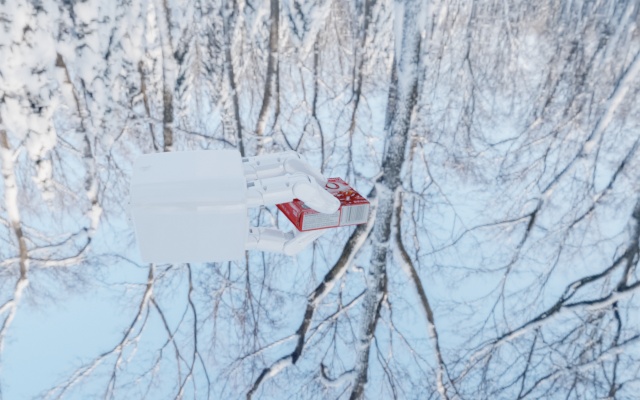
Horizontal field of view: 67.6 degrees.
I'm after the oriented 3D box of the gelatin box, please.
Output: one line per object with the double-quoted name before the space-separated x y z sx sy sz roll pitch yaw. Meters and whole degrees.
"gelatin box" 0.000 0.002 0.544 0.089 0.030 0.073 -6 28 -27
